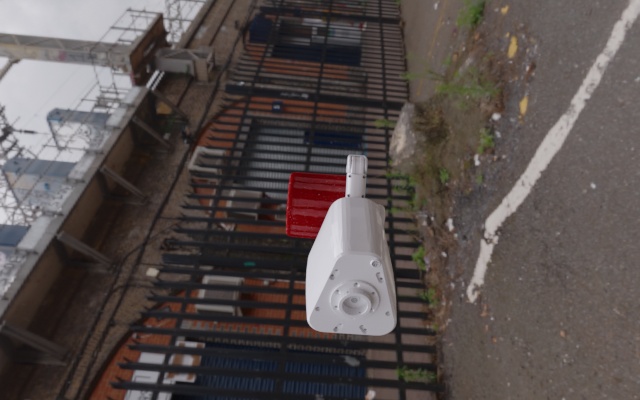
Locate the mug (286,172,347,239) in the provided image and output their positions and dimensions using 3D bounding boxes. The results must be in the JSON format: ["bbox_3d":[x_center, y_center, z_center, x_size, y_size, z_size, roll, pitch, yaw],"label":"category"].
[{"bbox_3d":[0.000,0.001,0.611,0.081,0.093,0.117,4,27,-1],"label":"mug"}]
